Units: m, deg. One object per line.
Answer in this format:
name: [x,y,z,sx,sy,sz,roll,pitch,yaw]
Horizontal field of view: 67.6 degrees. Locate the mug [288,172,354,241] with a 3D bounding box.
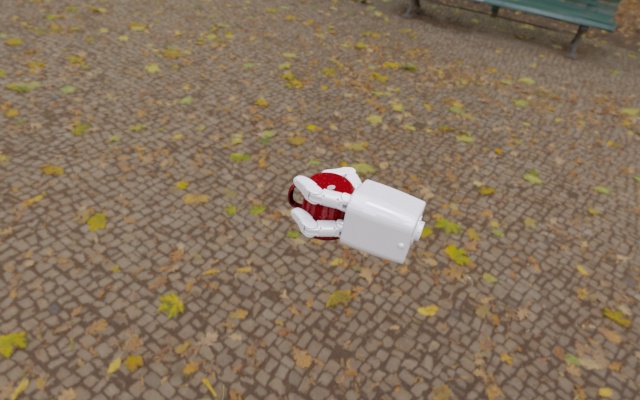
mug: [-0.001,0.002,0.805,0.117,0.082,0.093,20,40,13]
